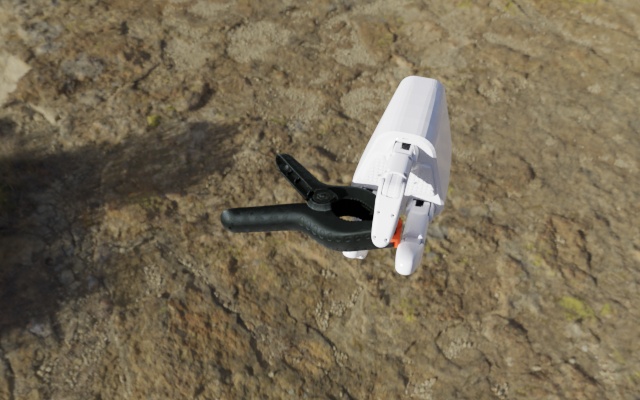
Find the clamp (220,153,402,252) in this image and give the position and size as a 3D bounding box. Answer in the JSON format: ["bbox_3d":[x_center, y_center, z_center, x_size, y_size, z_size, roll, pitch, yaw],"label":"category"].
[{"bbox_3d":[0.000,0.001,0.477,0.171,0.120,0.039,13,-41,12],"label":"clamp"}]
